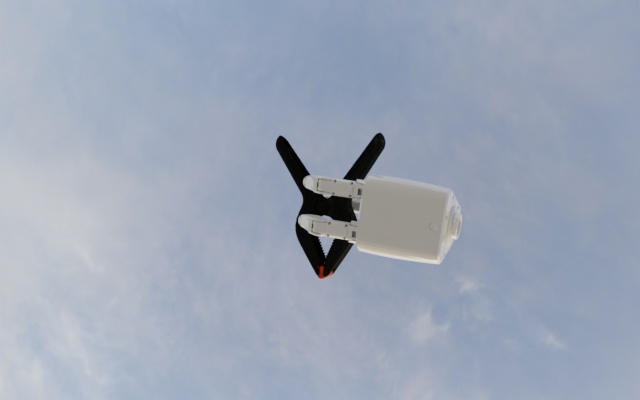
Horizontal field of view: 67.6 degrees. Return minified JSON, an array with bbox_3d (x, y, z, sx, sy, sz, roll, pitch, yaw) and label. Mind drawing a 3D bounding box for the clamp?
[{"bbox_3d":[0.001,0.003,0.677,0.164,0.210,0.036,10,5,26],"label":"clamp"}]
